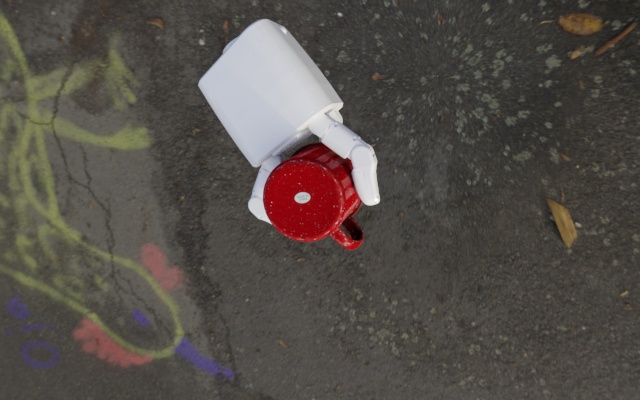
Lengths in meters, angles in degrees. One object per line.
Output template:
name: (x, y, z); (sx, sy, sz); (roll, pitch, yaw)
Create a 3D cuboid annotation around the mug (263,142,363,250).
mug: (0.001, 0.003, 0.477); (0.093, 0.117, 0.081); (-37, 1, 19)
